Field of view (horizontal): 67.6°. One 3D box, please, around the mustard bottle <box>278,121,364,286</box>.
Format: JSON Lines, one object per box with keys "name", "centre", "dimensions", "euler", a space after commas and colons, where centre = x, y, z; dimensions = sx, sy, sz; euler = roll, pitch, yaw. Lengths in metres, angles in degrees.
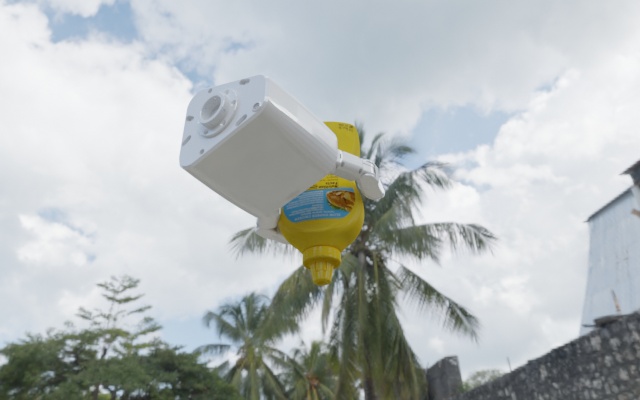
{"name": "mustard bottle", "centre": [0.000, 0.002, 0.537], "dimensions": [0.096, 0.191, 0.058], "euler": [-5, -31, 7]}
